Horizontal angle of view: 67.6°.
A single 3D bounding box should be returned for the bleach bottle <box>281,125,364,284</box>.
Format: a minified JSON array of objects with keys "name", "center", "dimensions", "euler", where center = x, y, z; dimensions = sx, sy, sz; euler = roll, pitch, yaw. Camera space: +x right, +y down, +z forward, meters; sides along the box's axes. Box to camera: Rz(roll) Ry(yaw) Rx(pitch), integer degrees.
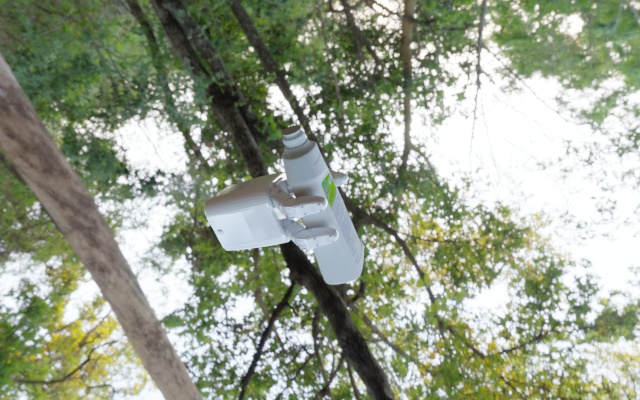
[{"name":"bleach bottle","center":[0.000,0.002,0.709],"dimensions":[0.068,0.251,0.102],"euler":[-12,31,14]}]
